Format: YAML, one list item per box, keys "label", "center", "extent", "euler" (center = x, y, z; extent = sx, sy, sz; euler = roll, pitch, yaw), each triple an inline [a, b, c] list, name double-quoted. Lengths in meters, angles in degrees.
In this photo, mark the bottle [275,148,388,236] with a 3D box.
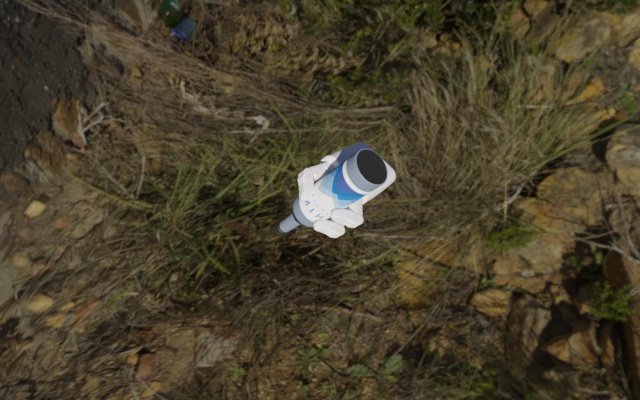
- label: "bottle"
  center: [0.000, 0.003, 0.864]
  extent: [0.069, 0.069, 0.296]
  euler: [0, -22, -37]
